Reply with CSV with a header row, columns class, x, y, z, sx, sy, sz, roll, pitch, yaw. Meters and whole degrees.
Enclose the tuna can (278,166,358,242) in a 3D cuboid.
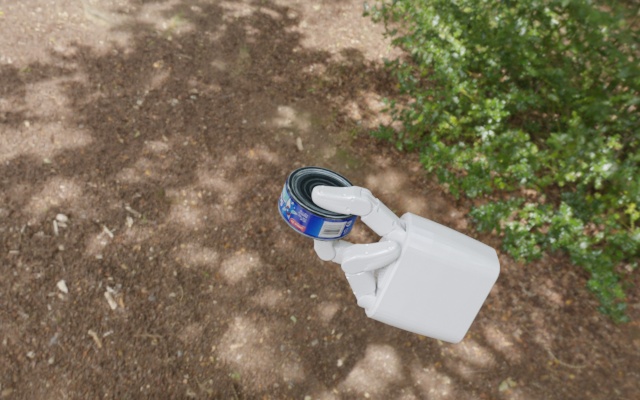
class,x,y,z,sx,sy,sz,roll,pitch,yaw
tuna can,0.000,0.001,0.510,0.086,0.034,0.086,14,37,-11
